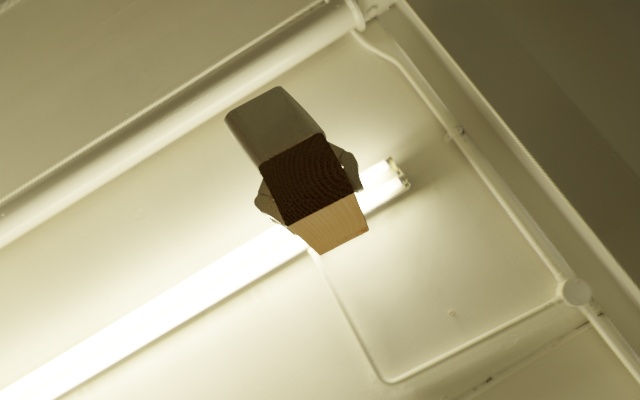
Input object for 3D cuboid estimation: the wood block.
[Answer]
[{"bbox_3d":[0.000,0.002,0.655,0.091,0.090,0.206,-28,-19,2],"label":"wood block"}]
